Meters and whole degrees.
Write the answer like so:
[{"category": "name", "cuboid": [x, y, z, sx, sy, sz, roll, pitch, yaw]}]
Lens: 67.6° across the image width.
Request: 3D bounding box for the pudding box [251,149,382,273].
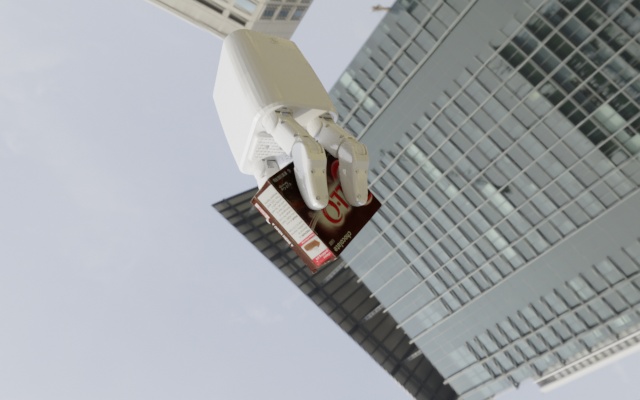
[{"category": "pudding box", "cuboid": [0.000, 0.002, 0.452, 0.039, 0.090, 0.113, -42, 0, 39]}]
